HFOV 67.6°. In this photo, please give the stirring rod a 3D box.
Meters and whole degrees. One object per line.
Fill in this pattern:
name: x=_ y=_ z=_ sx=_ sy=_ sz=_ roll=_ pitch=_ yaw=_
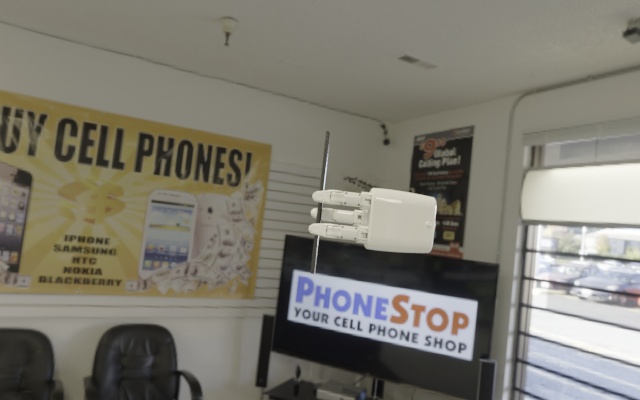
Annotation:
stirring rod: x=0.000 y=0.003 z=0.803 sx=0.011 sy=0.239 sz=0.011 roll=6 pitch=-3 yaw=0
